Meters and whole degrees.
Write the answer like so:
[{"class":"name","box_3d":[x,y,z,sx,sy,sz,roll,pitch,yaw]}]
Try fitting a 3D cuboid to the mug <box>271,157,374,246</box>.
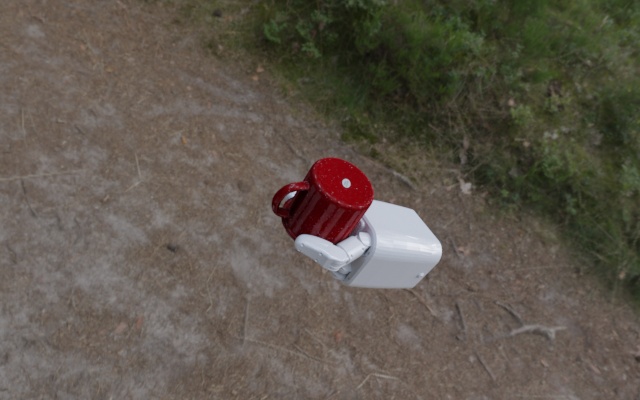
[{"class":"mug","box_3d":[-0.001,0.001,0.561,0.117,0.093,0.081,8,-44,-27]}]
